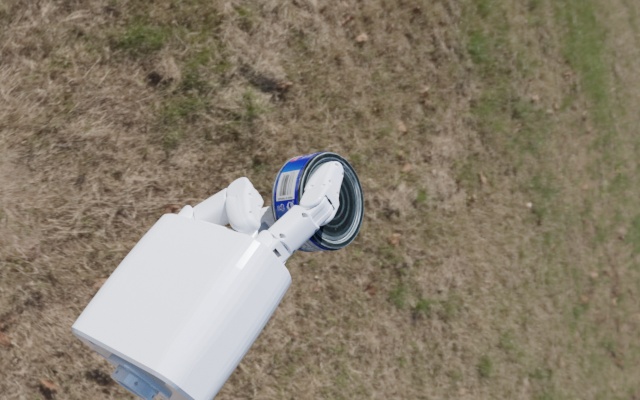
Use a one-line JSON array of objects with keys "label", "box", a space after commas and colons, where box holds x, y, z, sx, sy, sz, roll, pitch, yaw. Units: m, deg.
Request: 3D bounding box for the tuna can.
[{"label": "tuna can", "box": [0.001, 0.001, 0.413, 0.034, 0.086, 0.086, -7, -5, 42]}]
